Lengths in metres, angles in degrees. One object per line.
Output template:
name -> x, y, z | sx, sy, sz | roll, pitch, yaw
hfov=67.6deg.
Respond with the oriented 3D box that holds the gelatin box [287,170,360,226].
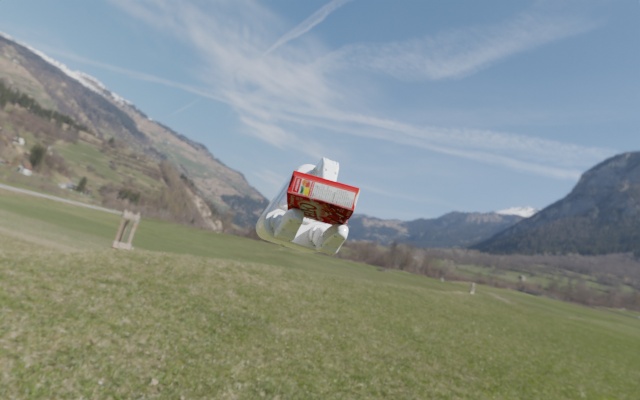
gelatin box -> 0.000, 0.001, 0.535 | 0.073, 0.030, 0.089 | 16, -16, 0
